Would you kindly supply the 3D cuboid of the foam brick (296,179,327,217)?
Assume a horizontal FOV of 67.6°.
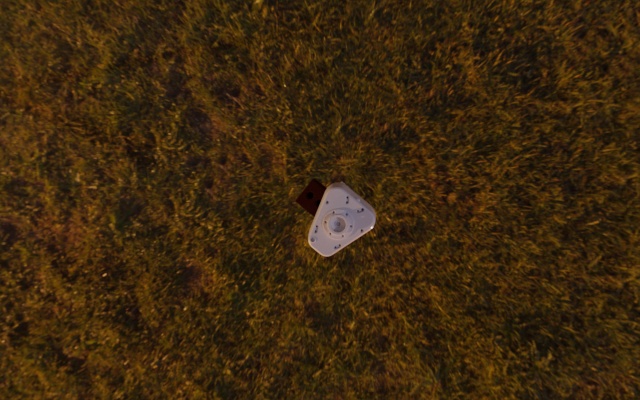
[{"bbox_3d":[0.000,0.003,0.882,0.078,0.053,0.051,39,6,0],"label":"foam brick"}]
